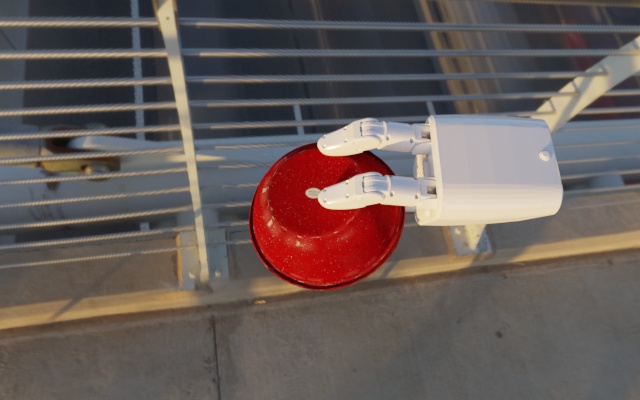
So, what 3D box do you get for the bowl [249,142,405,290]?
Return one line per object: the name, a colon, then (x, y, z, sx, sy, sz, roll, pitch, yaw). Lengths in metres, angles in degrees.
bowl: (-0.001, 0.002, 0.462, 0.162, 0.162, 0.055, 0, -23, 12)
